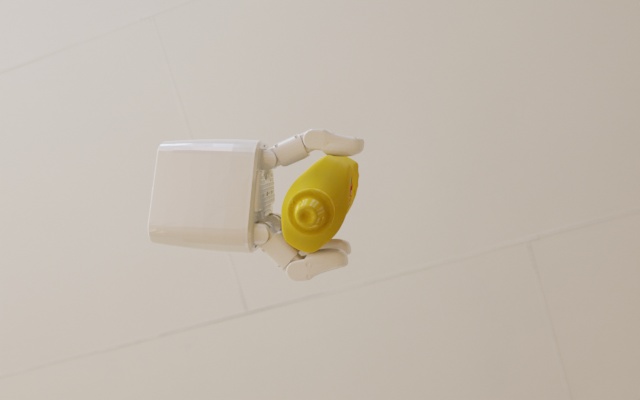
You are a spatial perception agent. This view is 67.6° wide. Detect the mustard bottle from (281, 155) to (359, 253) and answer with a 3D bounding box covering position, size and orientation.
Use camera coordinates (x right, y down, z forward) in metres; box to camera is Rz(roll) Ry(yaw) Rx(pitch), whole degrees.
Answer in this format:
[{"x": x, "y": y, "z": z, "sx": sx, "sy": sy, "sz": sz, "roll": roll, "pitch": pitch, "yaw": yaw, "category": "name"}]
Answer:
[{"x": 0.000, "y": 0.002, "z": 0.477, "sx": 0.058, "sy": 0.096, "sz": 0.191, "roll": 27, "pitch": 9, "yaw": 4, "category": "mustard bottle"}]
